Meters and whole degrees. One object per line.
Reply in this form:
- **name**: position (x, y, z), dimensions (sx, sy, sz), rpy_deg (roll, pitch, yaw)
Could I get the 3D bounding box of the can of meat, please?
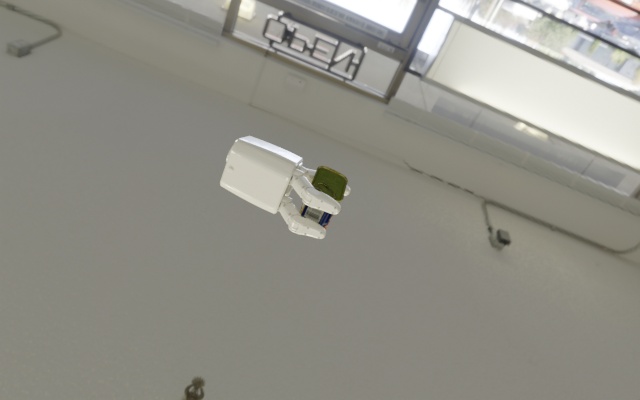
- **can of meat**: position (0.000, 0.003, 0.811), dimensions (0.057, 0.084, 0.102), rpy_deg (24, 29, -3)
